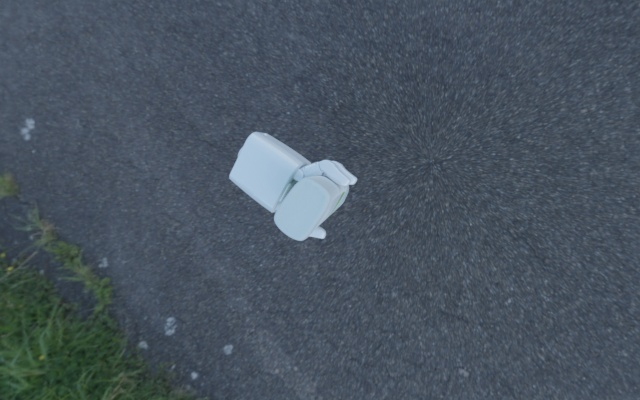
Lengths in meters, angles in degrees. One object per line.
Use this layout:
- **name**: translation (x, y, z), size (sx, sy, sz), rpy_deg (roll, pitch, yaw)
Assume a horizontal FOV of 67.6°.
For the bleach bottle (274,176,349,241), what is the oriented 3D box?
- **bleach bottle**: translation (0.000, 0.003, 0.865), size (0.068, 0.102, 0.251), rpy_deg (37, 11, 8)
